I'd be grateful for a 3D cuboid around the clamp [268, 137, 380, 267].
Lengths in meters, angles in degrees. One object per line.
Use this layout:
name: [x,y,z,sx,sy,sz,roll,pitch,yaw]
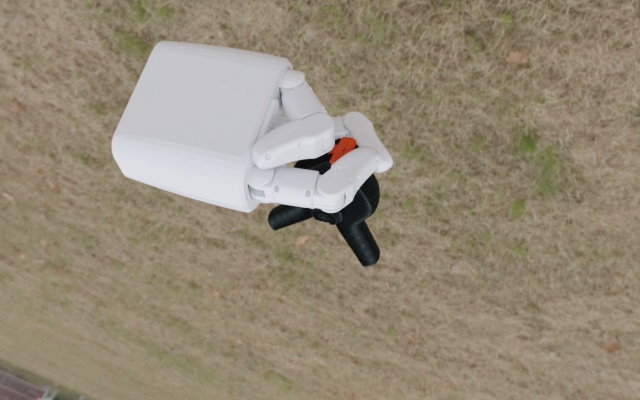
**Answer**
clamp: [0.000,0.002,0.435,0.120,0.039,0.172,12,-34,10]
